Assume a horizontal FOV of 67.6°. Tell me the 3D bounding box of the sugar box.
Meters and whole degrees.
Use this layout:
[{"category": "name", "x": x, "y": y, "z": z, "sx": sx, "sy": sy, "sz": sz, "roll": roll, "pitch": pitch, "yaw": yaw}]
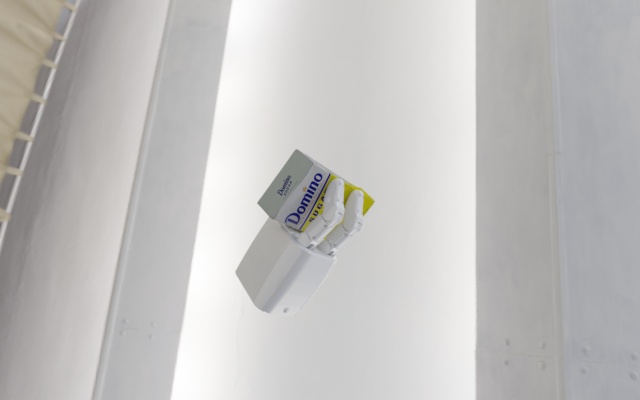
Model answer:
[{"category": "sugar box", "x": 0.000, "y": 0.003, "z": 0.682, "sx": 0.048, "sy": 0.093, "sz": 0.176, "roll": 42, "pitch": 9, "yaw": 34}]
